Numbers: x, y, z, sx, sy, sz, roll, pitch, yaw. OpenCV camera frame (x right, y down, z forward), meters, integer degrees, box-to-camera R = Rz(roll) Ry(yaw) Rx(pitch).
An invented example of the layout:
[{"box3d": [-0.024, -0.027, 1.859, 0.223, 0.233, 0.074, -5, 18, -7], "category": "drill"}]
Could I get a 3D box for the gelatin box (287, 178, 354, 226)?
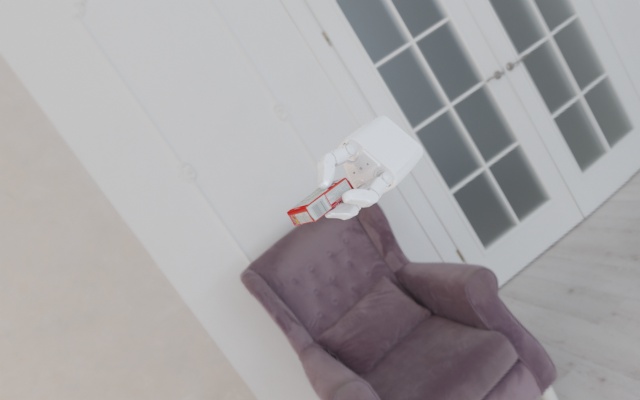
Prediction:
[{"box3d": [0.000, 0.002, 0.748, 0.089, 0.030, 0.073, -37, 10, -27], "category": "gelatin box"}]
